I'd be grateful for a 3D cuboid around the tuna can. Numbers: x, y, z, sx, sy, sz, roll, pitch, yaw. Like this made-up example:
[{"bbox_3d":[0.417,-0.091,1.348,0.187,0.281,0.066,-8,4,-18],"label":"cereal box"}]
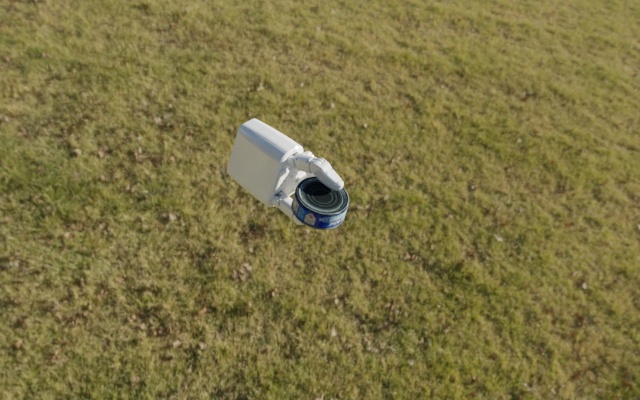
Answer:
[{"bbox_3d":[0.000,0.002,0.732,0.086,0.034,0.086,9,43,-9],"label":"tuna can"}]
